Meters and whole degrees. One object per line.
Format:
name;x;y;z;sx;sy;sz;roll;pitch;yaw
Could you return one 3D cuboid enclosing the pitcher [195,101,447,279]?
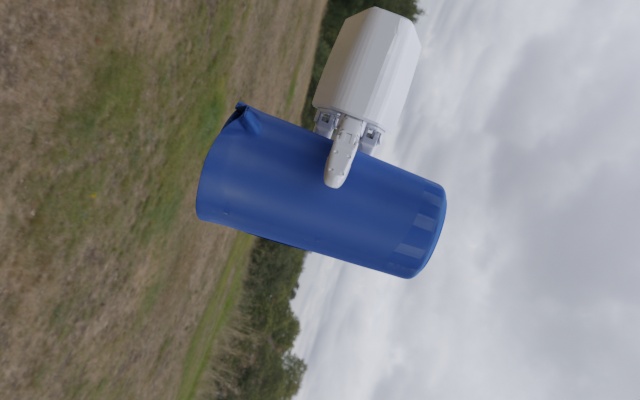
pitcher;0.000;0.002;0.519;0.243;0.145;0.149;20;5;0
